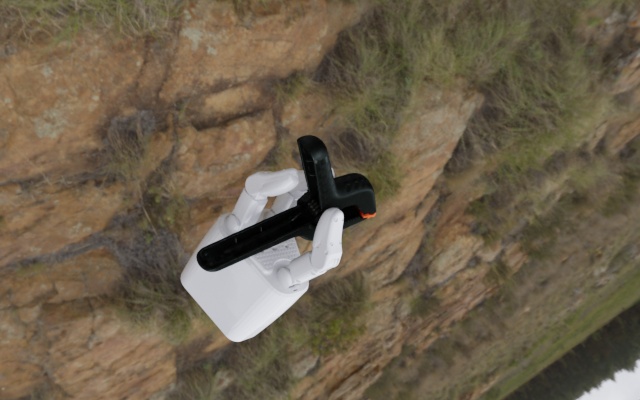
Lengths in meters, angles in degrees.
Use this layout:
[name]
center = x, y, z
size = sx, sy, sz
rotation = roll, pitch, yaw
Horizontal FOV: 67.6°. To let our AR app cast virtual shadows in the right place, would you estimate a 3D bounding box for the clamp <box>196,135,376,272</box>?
[clamp]
center = 0.001, 0.002, 0.466
size = 0.210, 0.036, 0.165
rotation = -6, -34, -50
